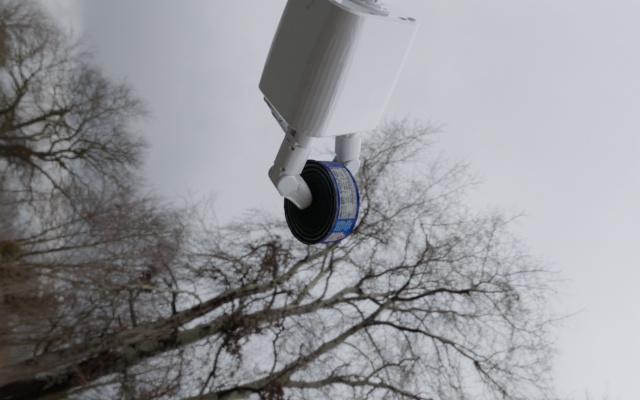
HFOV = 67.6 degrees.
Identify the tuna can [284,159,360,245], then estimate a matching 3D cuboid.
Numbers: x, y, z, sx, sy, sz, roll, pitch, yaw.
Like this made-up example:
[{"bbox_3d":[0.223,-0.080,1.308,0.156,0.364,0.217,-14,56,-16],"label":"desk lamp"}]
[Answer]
[{"bbox_3d":[0.000,0.002,0.487,0.034,0.086,0.086,0,0,-39],"label":"tuna can"}]
